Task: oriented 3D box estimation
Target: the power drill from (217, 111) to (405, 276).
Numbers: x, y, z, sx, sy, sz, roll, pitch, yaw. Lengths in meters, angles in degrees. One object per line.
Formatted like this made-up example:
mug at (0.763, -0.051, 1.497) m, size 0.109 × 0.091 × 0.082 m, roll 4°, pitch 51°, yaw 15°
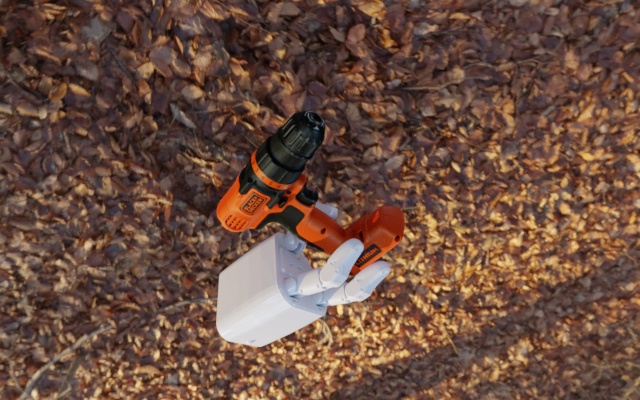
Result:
power drill at (0.000, 0.002, 0.532) m, size 0.188 × 0.057 × 0.184 m, roll 30°, pitch -47°, yaw -20°
